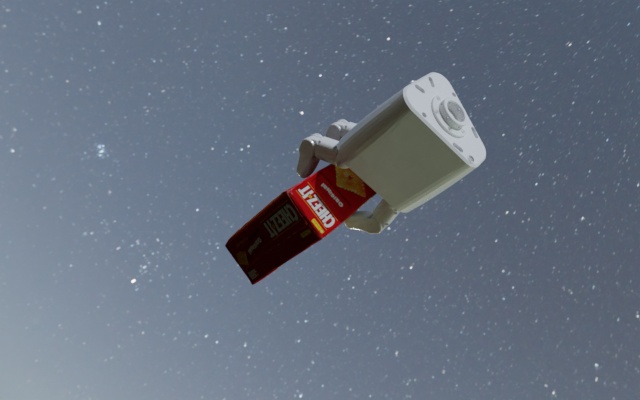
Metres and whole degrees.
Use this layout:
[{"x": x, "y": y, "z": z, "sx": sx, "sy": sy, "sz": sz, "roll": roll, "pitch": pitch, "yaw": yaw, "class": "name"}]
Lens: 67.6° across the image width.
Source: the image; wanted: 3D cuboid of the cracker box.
[{"x": 0.000, "y": 0.002, "z": 0.616, "sx": 0.213, "sy": 0.072, "sz": 0.164, "roll": -36, "pitch": -2, "yaw": -44, "class": "cracker box"}]
